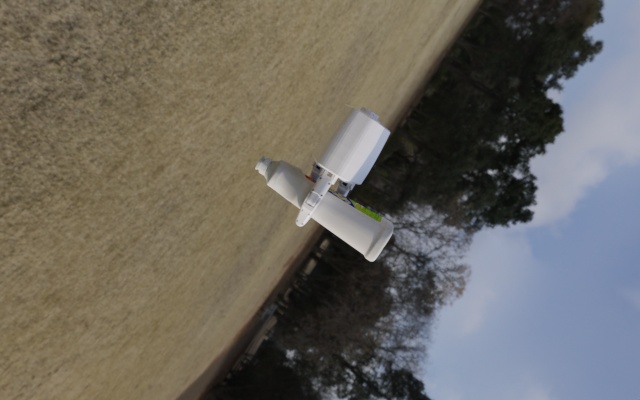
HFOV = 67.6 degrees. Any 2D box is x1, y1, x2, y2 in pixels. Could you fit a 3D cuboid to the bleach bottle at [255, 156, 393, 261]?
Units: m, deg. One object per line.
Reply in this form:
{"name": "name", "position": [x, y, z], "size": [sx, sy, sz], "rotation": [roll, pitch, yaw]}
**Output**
{"name": "bleach bottle", "position": [0.000, 0.003, 0.804], "size": [0.251, 0.068, 0.102], "rotation": [32, 10, 3]}
